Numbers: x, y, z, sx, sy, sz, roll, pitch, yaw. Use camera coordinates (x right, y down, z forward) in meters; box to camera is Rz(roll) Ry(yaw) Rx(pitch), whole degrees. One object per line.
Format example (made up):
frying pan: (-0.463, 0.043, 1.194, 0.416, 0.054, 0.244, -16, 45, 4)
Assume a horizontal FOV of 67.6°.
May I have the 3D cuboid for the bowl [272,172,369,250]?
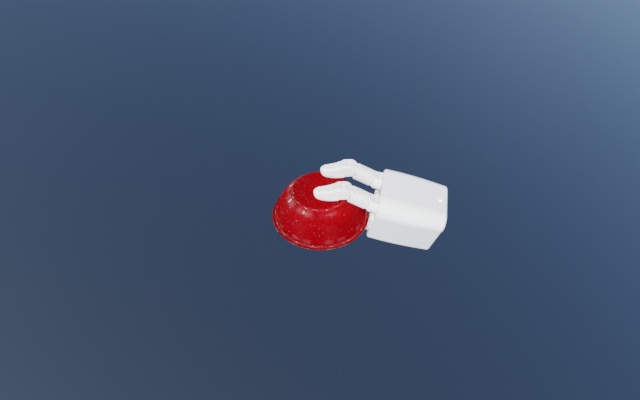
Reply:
bowl: (-0.001, 0.002, 0.779, 0.162, 0.055, 0.162, -1, 44, 1)
